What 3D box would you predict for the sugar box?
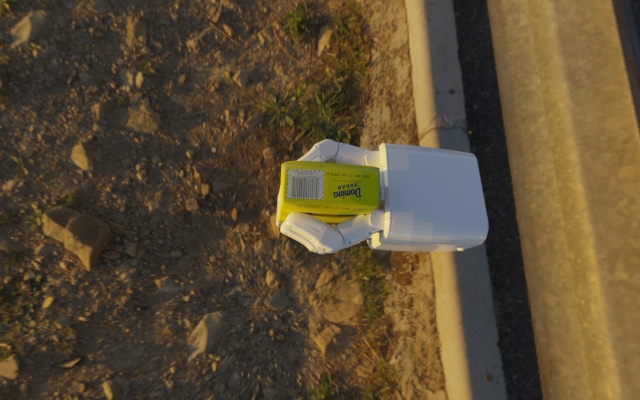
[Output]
[{"bbox_3d":[0.000,0.002,0.523,0.093,0.048,0.176,4,-13,-5],"label":"sugar box"}]
